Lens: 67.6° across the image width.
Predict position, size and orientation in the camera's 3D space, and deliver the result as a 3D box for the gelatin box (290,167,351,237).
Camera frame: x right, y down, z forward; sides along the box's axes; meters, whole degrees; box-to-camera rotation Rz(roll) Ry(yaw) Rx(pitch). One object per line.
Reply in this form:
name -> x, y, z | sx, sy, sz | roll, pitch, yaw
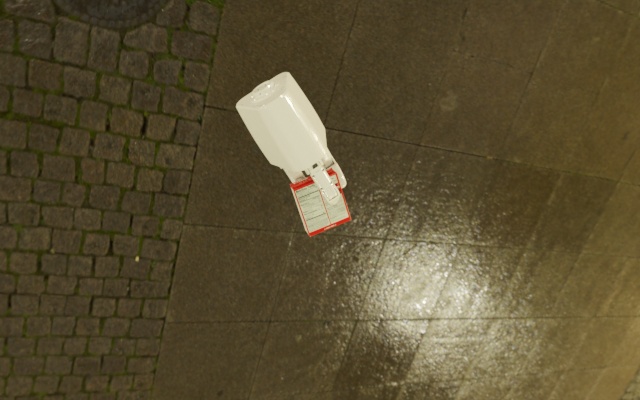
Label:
gelatin box -> 0.000, 0.003, 0.752 | 0.073, 0.089, 0.030 | -22, 24, -8
